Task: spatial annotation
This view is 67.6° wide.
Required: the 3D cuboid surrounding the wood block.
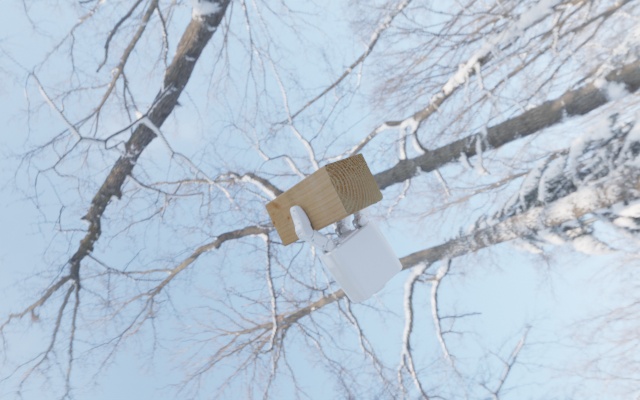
[{"bbox_3d":[0.000,0.003,0.852,0.091,0.090,0.206,-22,-5,-39],"label":"wood block"}]
